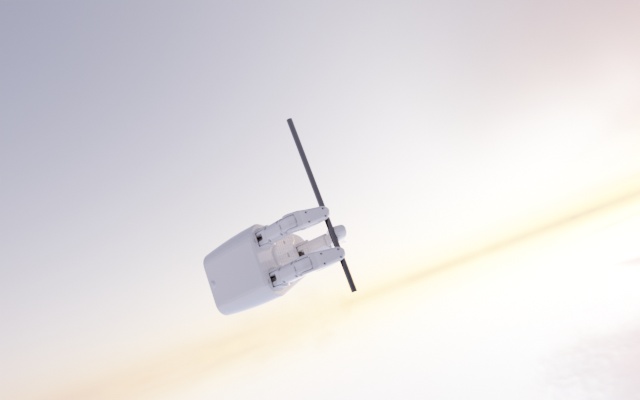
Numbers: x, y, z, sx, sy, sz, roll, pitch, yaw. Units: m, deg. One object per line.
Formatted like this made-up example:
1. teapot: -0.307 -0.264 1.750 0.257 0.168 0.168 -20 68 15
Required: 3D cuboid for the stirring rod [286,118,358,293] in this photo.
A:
1. stirring rod: 0.000 0.002 0.610 0.011 0.239 0.011 -20 -12 -5
